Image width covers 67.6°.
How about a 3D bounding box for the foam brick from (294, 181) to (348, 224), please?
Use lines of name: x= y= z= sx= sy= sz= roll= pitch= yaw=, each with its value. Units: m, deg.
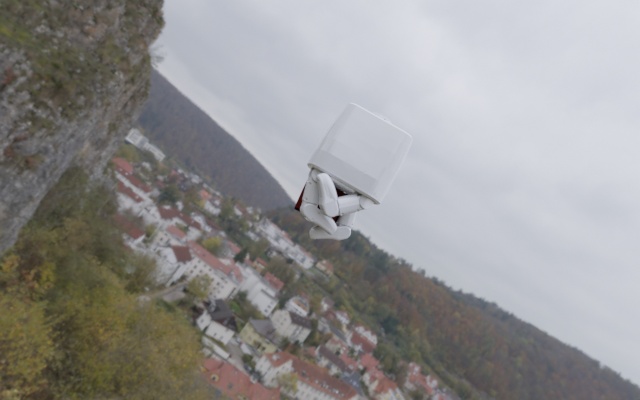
foam brick: x=0.000 y=0.002 z=0.724 sx=0.053 sy=0.051 sz=0.078 roll=24 pitch=-3 yaw=-15
